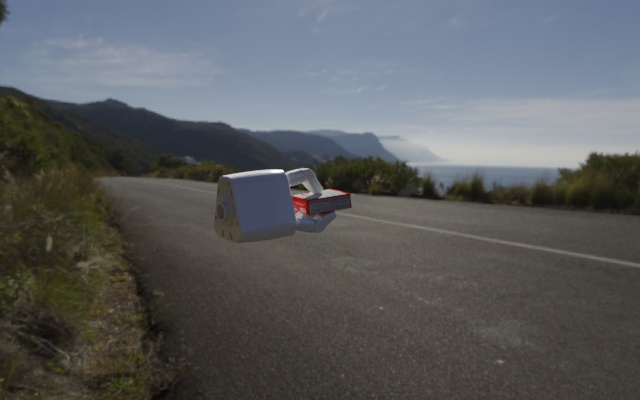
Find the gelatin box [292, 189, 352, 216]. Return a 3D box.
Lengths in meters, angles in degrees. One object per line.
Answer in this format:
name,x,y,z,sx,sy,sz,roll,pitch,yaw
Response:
gelatin box,0.000,0.002,0.867,0.089,0.030,0.073,-10,12,-25
